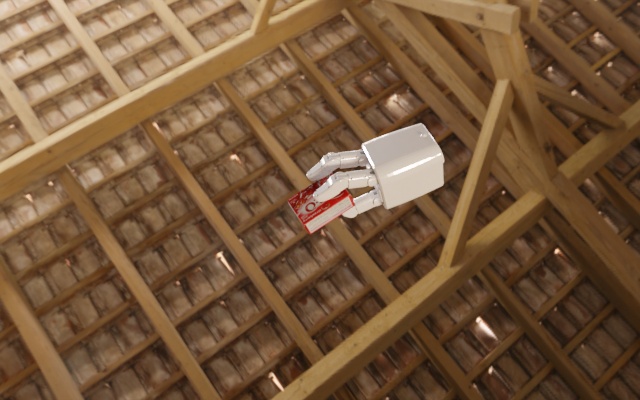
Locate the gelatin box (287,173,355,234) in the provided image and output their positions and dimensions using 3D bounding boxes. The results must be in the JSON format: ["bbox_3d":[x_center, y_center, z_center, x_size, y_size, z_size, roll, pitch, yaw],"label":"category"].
[{"bbox_3d":[0.000,0.003,0.772,0.089,0.030,0.073,-33,43,-4],"label":"gelatin box"}]
